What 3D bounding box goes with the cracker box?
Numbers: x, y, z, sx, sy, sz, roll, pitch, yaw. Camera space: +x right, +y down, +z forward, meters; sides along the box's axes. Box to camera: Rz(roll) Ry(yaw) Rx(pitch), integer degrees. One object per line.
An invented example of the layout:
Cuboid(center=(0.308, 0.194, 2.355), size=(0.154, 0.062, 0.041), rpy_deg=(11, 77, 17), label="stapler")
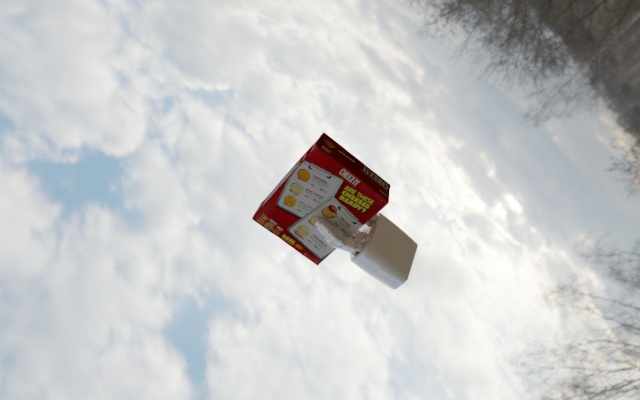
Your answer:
Cuboid(center=(0.000, 0.003, 0.894), size=(0.164, 0.214, 0.072), rpy_deg=(37, 33, -12), label="cracker box")
